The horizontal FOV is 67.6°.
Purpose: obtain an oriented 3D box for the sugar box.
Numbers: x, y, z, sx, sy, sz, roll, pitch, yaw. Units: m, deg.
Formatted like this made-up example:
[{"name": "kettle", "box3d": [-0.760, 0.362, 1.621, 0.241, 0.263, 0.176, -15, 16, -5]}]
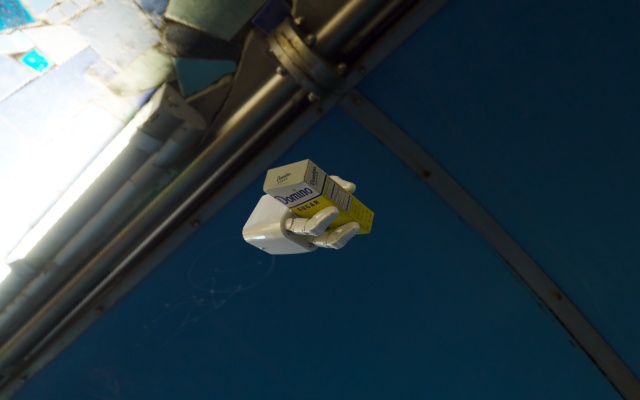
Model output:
[{"name": "sugar box", "box3d": [0.000, 0.003, 0.779, 0.093, 0.048, 0.176, -11, -33, 41]}]
